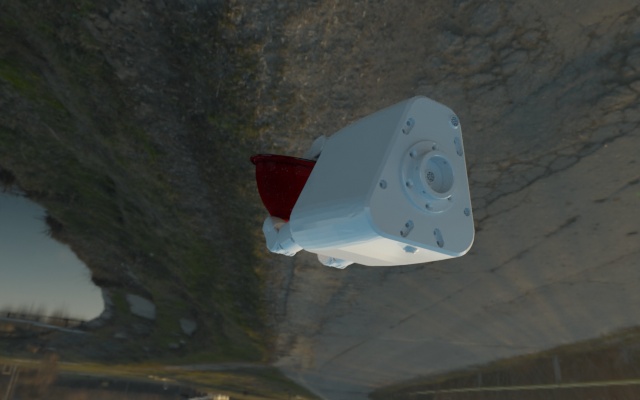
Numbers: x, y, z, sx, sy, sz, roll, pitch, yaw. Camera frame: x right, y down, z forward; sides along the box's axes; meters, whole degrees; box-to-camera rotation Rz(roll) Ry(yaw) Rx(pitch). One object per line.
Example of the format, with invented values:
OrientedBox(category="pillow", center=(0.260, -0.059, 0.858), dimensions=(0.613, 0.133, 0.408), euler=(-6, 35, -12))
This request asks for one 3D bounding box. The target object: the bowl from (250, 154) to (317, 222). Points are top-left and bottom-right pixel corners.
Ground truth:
OrientedBox(category="bowl", center=(0.000, 0.002, 0.492), dimensions=(0.162, 0.055, 0.162), euler=(14, -5, 1))
